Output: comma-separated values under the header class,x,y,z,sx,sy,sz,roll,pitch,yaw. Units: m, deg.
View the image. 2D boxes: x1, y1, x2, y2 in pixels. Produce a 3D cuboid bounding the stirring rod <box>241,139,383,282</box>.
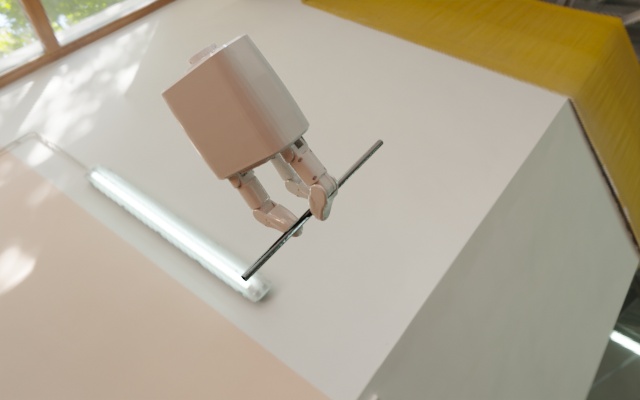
class,x,y,z,sx,sy,sz,roll,pitch,yaw
stirring rod,0.000,0.002,0.513,0.011,0.011,0.239,0,37,49
